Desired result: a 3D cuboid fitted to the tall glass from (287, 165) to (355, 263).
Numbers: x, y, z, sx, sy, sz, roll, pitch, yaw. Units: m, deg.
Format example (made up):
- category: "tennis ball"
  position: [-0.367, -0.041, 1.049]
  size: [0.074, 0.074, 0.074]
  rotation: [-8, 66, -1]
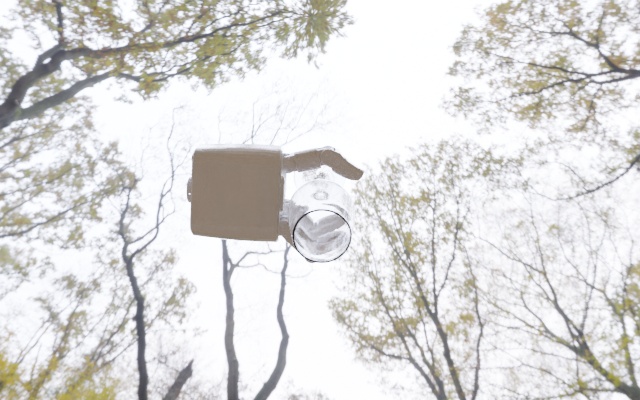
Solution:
- category: "tall glass"
  position: [0.000, 0.002, 0.583]
  size: [0.079, 0.079, 0.201]
  rotation: [0, 21, -1]
